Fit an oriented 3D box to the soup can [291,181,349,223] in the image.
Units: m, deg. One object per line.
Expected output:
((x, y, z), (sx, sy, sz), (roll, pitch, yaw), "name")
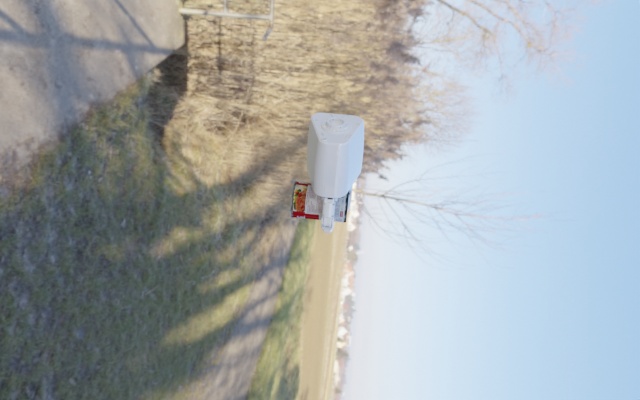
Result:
((0.000, 0.003, 0.883), (0.102, 0.068, 0.068), (6, 0, 3), "soup can")
